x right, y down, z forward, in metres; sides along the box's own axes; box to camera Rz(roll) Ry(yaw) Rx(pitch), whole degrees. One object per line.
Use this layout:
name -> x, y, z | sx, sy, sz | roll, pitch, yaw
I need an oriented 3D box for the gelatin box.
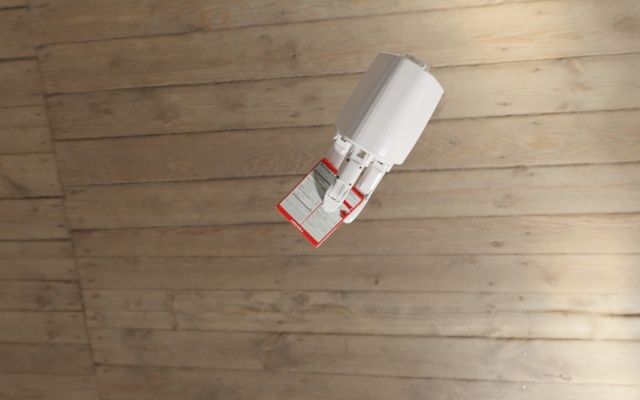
gelatin box -> 0.000, 0.002, 0.601 | 0.073, 0.089, 0.030 | 44, 10, -1
